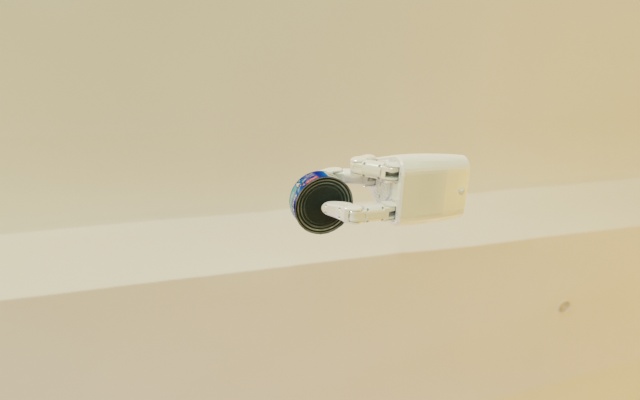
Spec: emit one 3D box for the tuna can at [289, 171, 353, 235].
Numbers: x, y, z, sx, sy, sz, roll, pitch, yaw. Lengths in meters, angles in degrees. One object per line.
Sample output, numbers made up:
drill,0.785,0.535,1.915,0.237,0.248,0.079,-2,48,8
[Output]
tuna can,0.000,0.002,0.673,0.086,0.086,0.033,0,21,-22
